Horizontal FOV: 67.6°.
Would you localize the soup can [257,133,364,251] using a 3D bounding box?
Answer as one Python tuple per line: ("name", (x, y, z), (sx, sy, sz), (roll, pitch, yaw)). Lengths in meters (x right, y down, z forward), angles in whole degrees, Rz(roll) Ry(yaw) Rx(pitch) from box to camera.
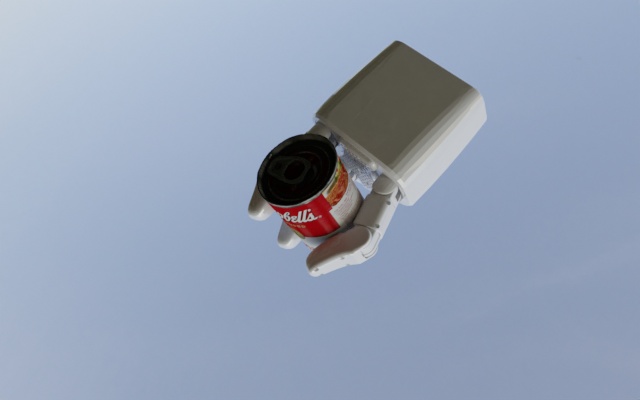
("soup can", (0.000, 0.002, 0.402), (0.068, 0.068, 0.102), (0, -31, 26))
